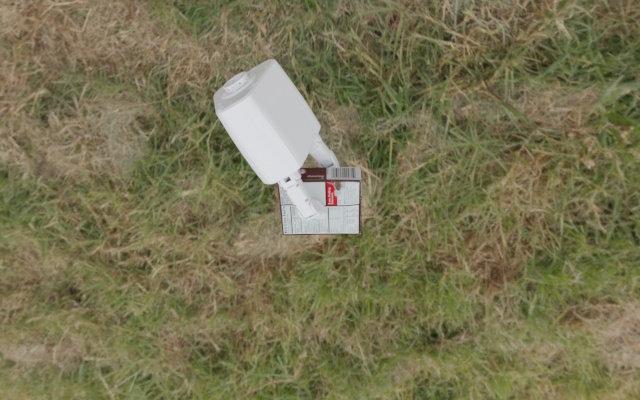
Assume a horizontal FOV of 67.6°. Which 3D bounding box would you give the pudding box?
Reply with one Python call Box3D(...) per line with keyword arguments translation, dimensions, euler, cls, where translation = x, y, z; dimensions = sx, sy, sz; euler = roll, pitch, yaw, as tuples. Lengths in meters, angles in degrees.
Box3D(translation=(0.000, 0.002, 0.649), dimensions=(0.113, 0.090, 0.039), euler=(0, 34, 3), cls="pudding box")
